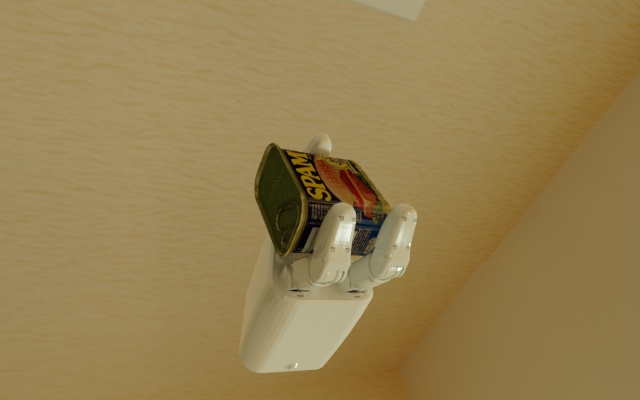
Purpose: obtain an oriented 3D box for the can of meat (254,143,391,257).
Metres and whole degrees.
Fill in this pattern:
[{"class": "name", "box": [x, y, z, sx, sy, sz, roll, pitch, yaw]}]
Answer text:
[{"class": "can of meat", "box": [0.000, 0.001, 0.401, 0.084, 0.057, 0.102, 7, 33, -28]}]
